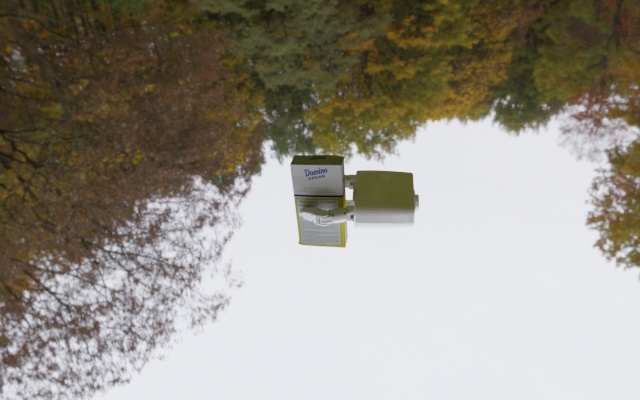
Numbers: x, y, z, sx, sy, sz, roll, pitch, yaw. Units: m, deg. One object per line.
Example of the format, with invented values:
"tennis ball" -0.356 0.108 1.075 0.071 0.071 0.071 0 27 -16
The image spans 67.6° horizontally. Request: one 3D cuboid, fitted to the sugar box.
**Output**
"sugar box" 0.000 0.003 0.877 0.093 0.176 0.048 2 29 10
